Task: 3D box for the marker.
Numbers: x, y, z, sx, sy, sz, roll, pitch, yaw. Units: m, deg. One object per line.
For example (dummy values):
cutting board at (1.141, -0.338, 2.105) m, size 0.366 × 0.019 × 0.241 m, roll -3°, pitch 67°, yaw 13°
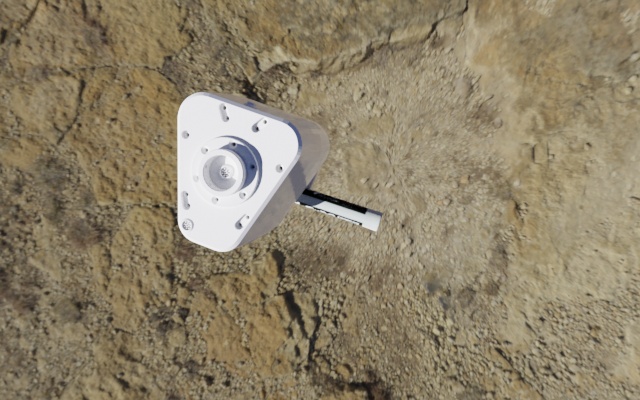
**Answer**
marker at (0.000, 0.002, 0.462) m, size 0.121 × 0.020 × 0.020 m, roll 19°, pitch 2°, yaw 7°
